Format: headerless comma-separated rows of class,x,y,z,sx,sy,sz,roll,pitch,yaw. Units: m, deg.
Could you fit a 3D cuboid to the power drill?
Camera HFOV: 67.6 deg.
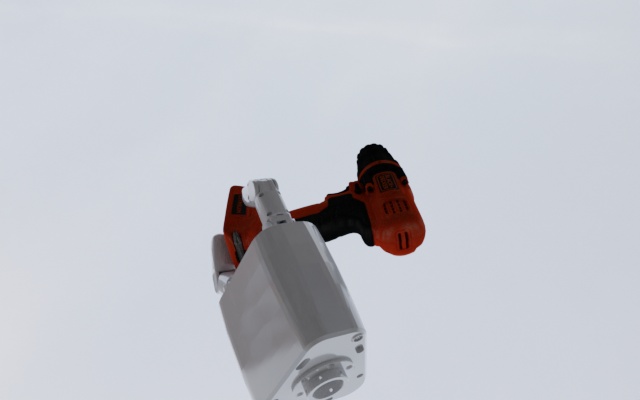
power drill,0.000,0.002,0.492,0.187,0.057,0.184,-13,29,3
